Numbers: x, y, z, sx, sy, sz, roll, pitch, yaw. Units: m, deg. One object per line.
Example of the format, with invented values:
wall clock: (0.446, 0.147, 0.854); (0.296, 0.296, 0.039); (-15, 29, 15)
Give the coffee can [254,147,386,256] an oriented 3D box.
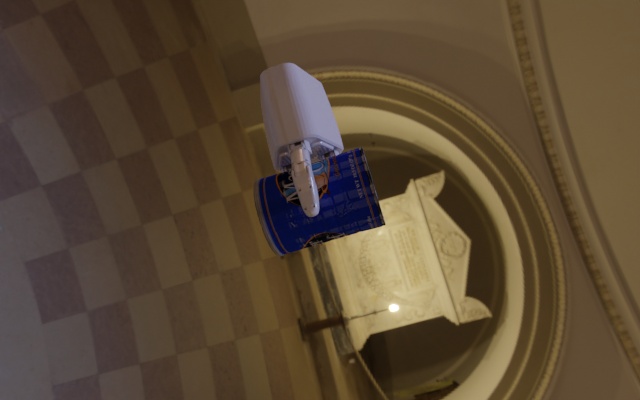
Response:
coffee can: (0.000, 0.002, 0.601); (0.140, 0.103, 0.103); (-17, -2, 7)
